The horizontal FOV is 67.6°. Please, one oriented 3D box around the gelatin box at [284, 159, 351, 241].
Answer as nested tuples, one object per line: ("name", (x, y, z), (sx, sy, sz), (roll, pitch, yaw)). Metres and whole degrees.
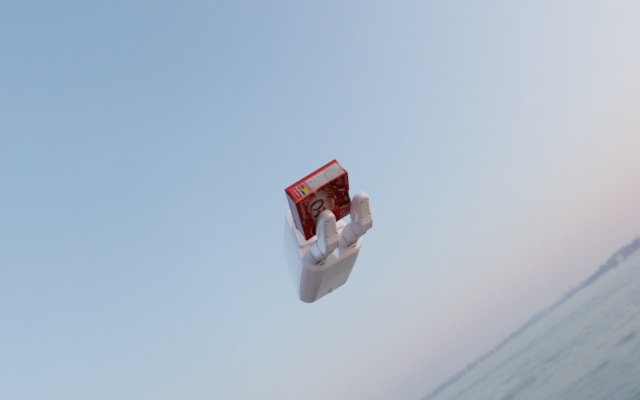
("gelatin box", (0.000, 0.001, 0.583), (0.073, 0.030, 0.089), (-31, -33, -14))
